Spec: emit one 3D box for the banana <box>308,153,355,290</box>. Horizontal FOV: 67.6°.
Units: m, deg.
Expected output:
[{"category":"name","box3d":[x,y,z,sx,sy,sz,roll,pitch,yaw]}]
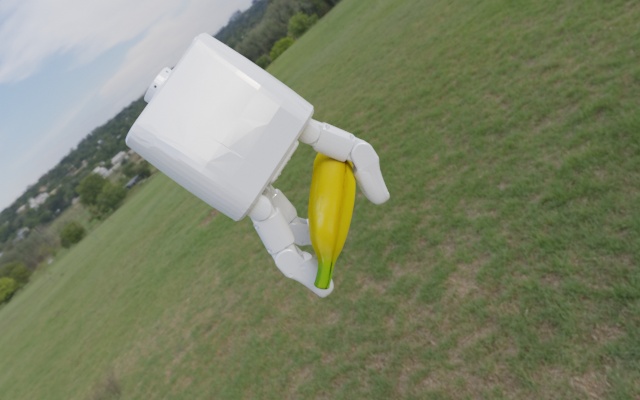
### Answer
[{"category":"banana","box3d":[0.007,-0.011,0.434,0.037,0.070,0.197,20,31,-8]}]
